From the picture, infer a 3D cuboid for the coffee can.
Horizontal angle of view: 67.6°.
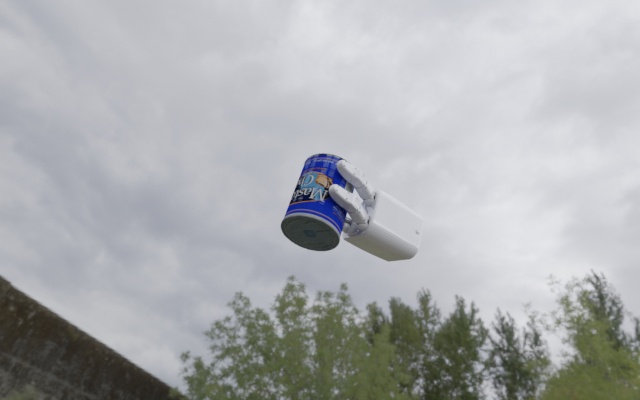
[{"bbox_3d":[0.000,0.003,0.835,0.103,0.140,0.103,12,-35,9],"label":"coffee can"}]
